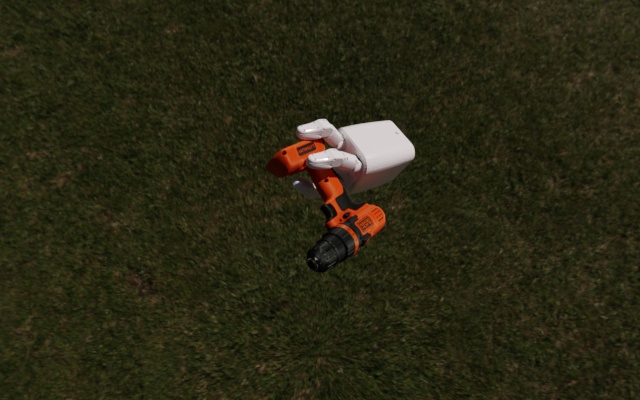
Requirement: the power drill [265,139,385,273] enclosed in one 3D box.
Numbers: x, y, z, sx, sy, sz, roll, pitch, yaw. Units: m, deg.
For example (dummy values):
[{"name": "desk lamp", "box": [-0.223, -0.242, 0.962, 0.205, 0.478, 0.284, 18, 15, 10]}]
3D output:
[{"name": "power drill", "box": [0.000, 0.002, 0.726, 0.057, 0.187, 0.184, -38, -4, 40]}]
